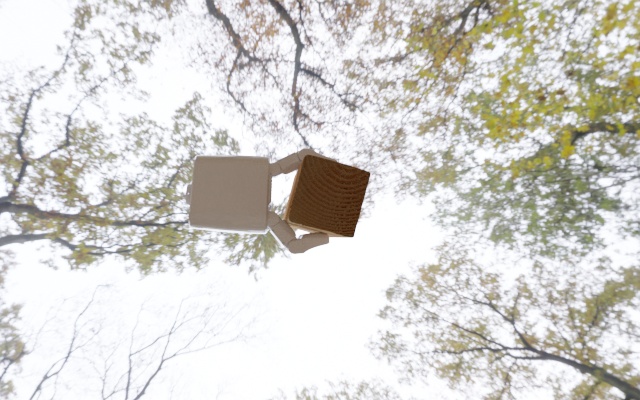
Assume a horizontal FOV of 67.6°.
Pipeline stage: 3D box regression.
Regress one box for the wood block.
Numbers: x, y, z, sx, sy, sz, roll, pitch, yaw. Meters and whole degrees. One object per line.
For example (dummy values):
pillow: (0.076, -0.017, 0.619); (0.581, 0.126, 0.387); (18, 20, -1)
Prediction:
wood block: (0.000, 0.002, 0.703); (0.090, 0.091, 0.206); (15, -6, -6)
